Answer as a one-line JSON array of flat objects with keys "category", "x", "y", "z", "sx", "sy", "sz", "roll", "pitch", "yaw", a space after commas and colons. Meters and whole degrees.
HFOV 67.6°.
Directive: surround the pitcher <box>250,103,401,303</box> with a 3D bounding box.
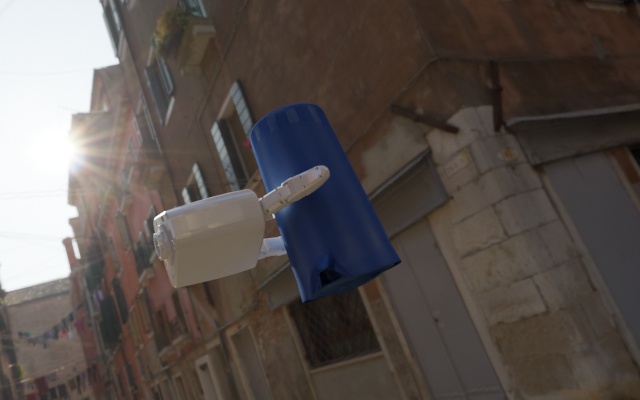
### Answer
[{"category": "pitcher", "x": 0.000, "y": 0.002, "z": 0.631, "sx": 0.145, "sy": 0.242, "sz": 0.149, "roll": -15, "pitch": -16, "yaw": -26}]
